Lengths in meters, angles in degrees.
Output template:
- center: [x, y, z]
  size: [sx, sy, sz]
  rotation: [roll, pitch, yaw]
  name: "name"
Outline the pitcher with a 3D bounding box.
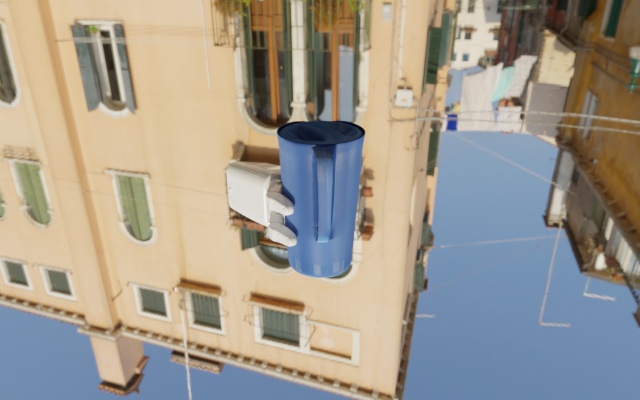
- center: [0.000, 0.002, 0.757]
  size: [0.145, 0.243, 0.149]
  rotation: [20, 31, 36]
  name: "pitcher"
